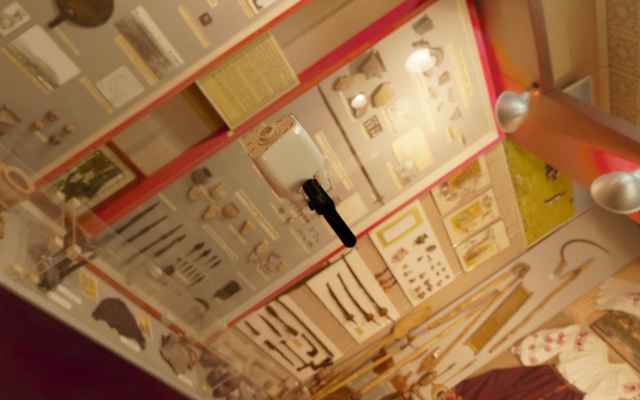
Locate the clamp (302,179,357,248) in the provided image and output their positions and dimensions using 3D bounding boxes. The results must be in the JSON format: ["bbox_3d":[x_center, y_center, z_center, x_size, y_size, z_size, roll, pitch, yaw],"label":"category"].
[{"bbox_3d":[0.001,0.002,0.847,0.039,0.120,0.171,-36,39,1],"label":"clamp"}]
